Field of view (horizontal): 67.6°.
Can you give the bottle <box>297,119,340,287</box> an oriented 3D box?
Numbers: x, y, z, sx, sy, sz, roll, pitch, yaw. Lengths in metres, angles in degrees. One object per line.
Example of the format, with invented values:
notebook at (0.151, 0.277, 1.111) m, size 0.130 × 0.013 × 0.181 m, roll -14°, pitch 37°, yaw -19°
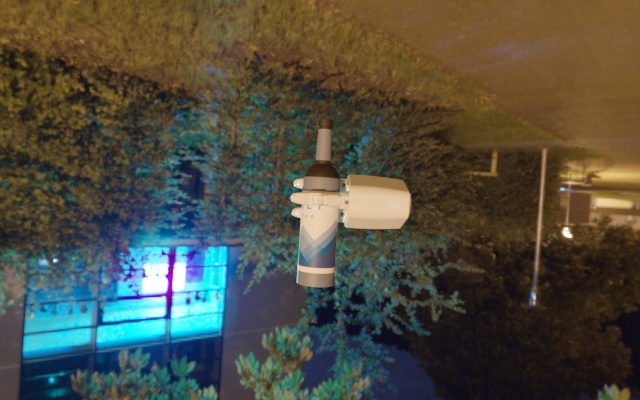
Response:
bottle at (0.000, 0.003, 0.856) m, size 0.069 × 0.295 × 0.069 m, roll 4°, pitch 1°, yaw 0°
